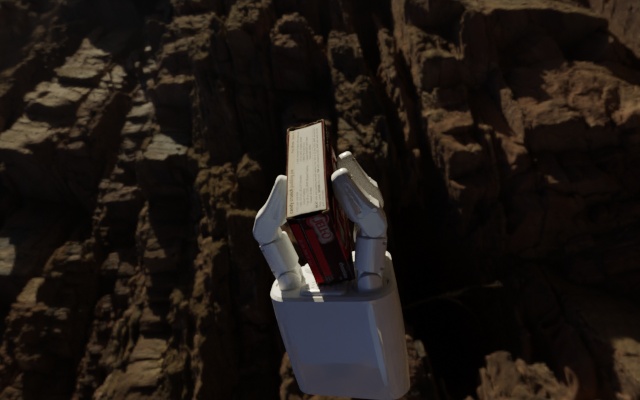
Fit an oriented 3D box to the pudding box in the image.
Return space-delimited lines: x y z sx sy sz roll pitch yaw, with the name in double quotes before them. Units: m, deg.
"pudding box" 0.000 0.001 0.408 0.039 0.113 0.090 -13 -45 7
